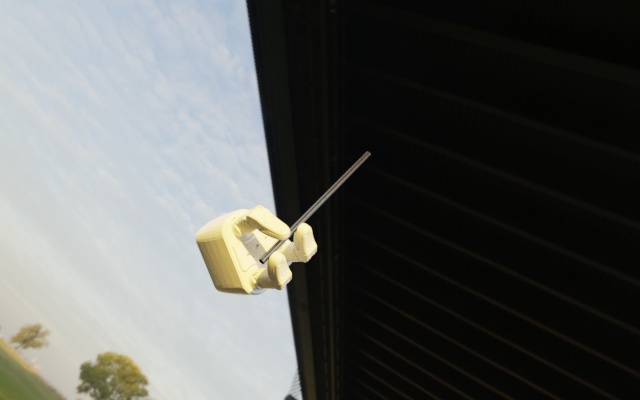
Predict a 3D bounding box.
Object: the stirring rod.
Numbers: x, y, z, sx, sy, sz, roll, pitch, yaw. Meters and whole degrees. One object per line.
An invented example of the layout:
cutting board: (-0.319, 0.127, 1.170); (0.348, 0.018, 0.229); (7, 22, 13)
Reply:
stirring rod: (0.000, 0.002, 0.633); (0.011, 0.011, 0.239); (0, 36, 46)
